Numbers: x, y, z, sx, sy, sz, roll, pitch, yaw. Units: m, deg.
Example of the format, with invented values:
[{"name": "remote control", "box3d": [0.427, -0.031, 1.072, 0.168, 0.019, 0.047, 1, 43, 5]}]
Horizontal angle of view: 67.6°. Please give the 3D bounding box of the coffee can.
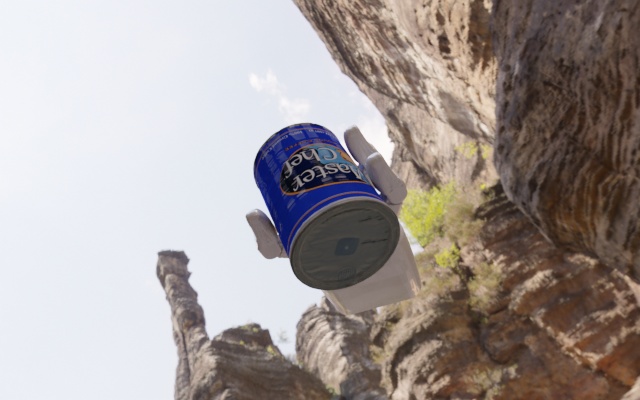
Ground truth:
[{"name": "coffee can", "box3d": [0.000, 0.002, 0.465, 0.103, 0.103, 0.140, 0, 35, -24]}]
